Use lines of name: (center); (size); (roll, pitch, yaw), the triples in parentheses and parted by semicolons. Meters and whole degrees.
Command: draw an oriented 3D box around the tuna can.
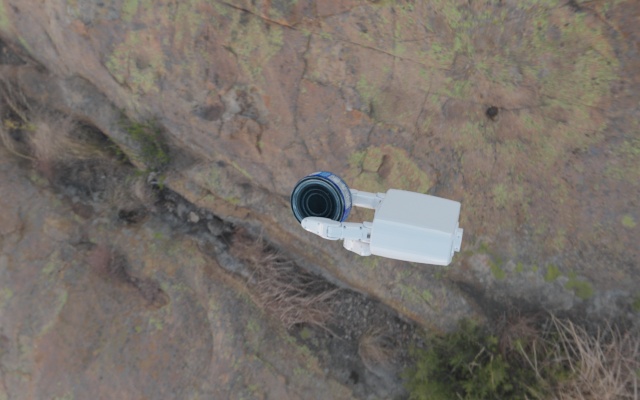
tuna can: (0.000, 0.002, 0.687); (0.086, 0.086, 0.033); (0, 14, 24)
